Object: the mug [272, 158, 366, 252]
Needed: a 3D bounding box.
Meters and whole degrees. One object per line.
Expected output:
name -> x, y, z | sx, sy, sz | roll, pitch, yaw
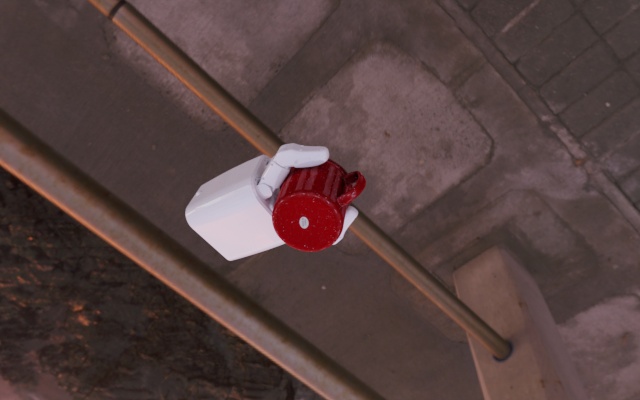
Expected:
mug -> 0.001, 0.001, 0.557 | 0.117, 0.093, 0.081 | -23, 24, 20
